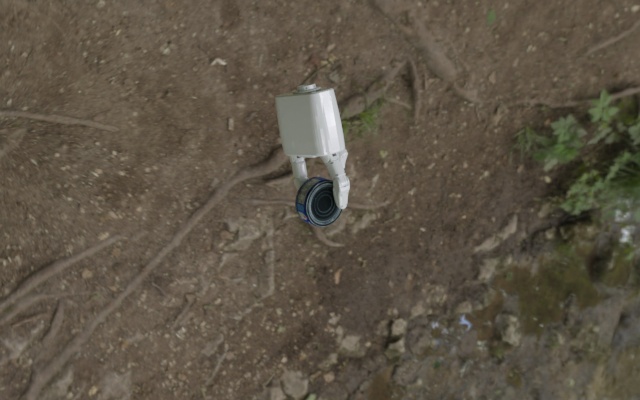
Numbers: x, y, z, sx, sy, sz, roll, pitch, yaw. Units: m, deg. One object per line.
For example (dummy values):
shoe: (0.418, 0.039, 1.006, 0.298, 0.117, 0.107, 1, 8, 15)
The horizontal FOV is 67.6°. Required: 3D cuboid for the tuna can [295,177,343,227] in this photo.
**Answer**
tuna can: (0.000, 0.003, 0.840, 0.086, 0.086, 0.033, 0, 12, -37)
